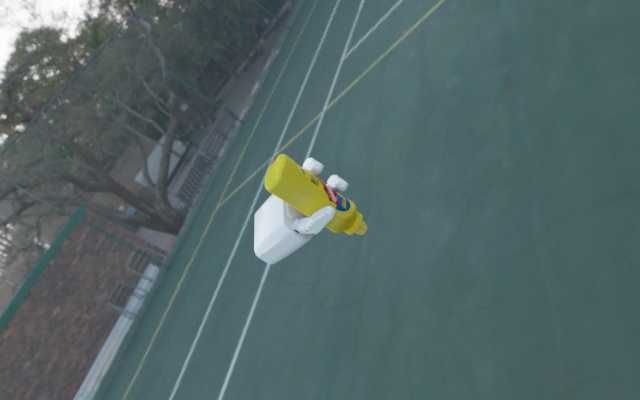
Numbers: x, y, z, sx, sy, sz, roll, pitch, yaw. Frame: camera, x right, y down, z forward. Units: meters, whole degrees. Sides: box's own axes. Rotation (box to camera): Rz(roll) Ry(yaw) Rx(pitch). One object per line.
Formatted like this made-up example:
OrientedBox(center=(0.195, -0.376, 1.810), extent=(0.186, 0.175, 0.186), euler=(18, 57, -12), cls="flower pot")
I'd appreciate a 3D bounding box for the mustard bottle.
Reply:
OrientedBox(center=(0.000, 0.002, 0.790), extent=(0.192, 0.058, 0.096), euler=(34, 17, -20), cls="mustard bottle")
